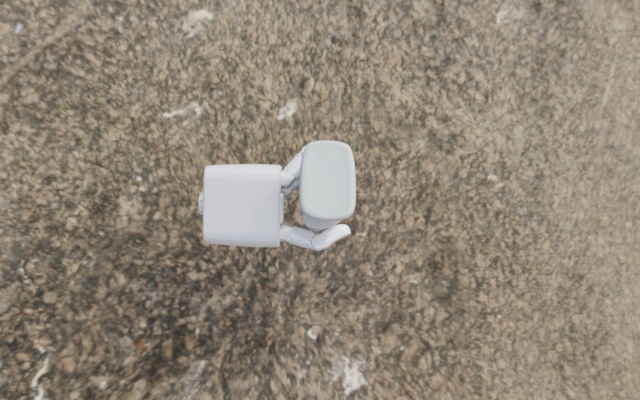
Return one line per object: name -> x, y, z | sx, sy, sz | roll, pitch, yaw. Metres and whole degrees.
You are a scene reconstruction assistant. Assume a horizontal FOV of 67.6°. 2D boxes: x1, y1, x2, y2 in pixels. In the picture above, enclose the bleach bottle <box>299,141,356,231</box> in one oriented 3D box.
bleach bottle -> 0.000, 0.002, 0.683 | 0.068, 0.102, 0.251 | 2, -14, -4
